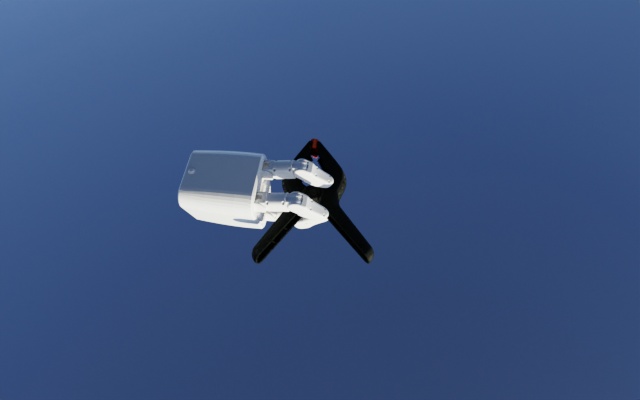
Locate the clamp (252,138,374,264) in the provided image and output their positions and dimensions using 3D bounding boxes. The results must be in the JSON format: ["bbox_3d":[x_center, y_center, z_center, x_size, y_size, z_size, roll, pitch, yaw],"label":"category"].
[{"bbox_3d":[0.000,0.002,0.691,0.164,0.209,0.036,6,-31,4],"label":"clamp"}]
